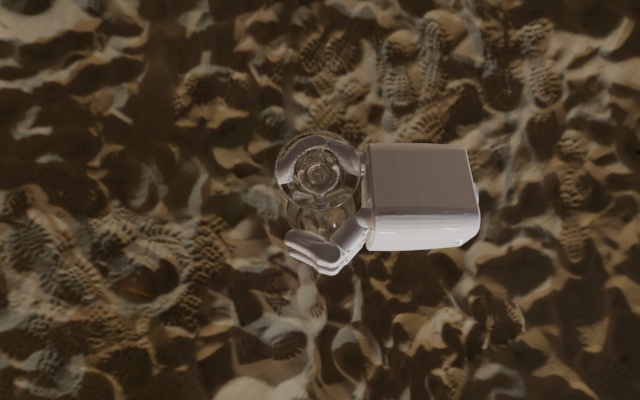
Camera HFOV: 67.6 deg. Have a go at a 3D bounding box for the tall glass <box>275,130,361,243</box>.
[{"bbox_3d":[0.000,0.001,0.503,0.079,0.079,0.201,0,-16,1],"label":"tall glass"}]
